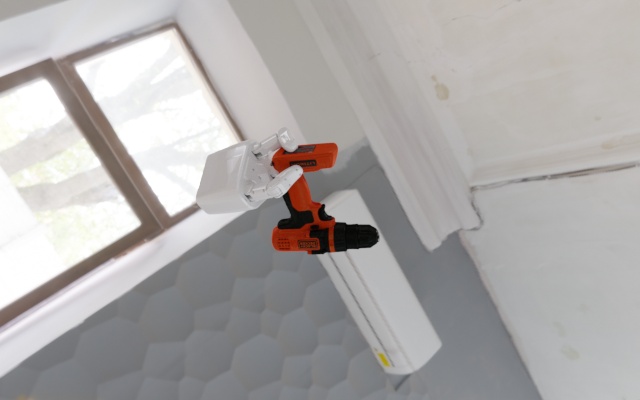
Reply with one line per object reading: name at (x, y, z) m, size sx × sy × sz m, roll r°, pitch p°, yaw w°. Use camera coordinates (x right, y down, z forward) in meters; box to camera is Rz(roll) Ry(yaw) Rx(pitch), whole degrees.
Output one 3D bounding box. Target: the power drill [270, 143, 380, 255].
power drill at (0.000, 0.002, 0.783) m, size 0.184 × 0.188 × 0.057 m, roll -3°, pitch 24°, yaw 8°
